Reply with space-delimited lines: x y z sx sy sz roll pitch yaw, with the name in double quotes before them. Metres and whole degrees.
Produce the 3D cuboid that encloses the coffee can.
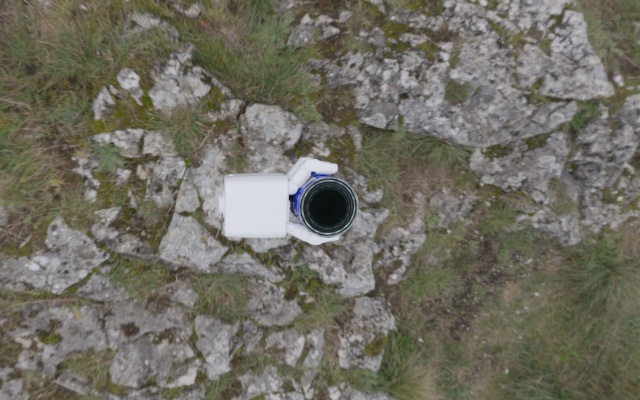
"coffee can" 0.000 0.003 0.852 0.103 0.103 0.140 0 7 -12
